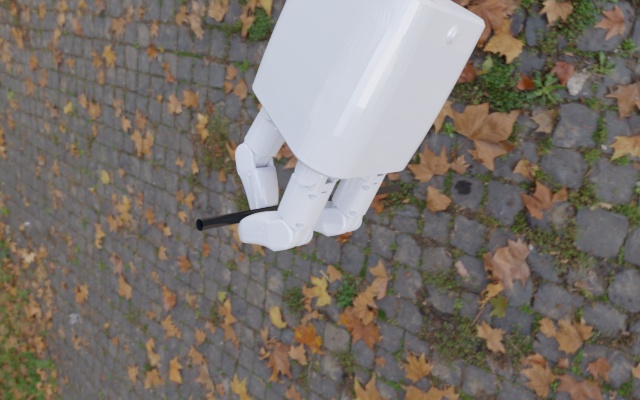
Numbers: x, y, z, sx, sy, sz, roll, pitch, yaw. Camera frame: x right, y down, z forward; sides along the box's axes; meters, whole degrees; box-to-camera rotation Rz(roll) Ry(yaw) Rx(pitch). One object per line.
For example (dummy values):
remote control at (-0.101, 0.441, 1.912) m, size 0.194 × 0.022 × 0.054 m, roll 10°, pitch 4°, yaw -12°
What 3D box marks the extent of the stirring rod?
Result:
stirring rod at (0.000, 0.001, 0.402) m, size 0.011 × 0.011 × 0.239 m, roll 0°, pitch 7°, yaw 42°
